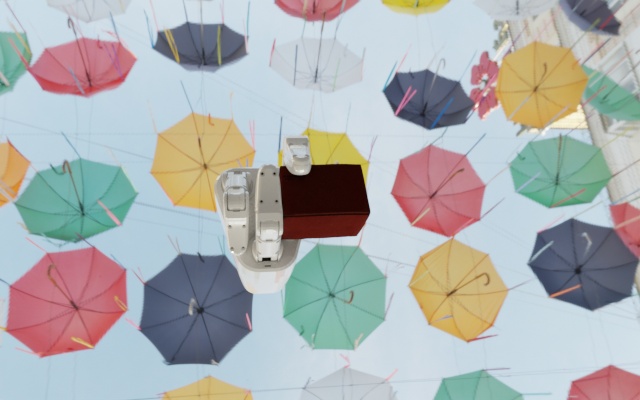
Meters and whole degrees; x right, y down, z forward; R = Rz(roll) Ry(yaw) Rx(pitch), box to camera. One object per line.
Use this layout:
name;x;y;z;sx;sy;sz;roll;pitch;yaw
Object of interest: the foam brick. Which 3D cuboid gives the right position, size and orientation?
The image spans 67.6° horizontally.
foam brick;0.000;0.001;0.442;0.078;0.053;0.051;-1;-28;-9
